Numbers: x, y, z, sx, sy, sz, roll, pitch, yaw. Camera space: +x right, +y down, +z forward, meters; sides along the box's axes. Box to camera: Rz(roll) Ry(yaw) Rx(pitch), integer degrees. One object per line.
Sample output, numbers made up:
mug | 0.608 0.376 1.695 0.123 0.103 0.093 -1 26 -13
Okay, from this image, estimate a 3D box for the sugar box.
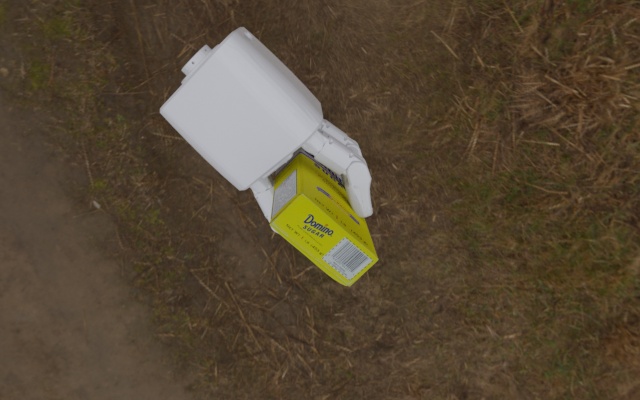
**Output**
sugar box | 0.000 0.001 0.472 0.093 0.048 0.176 42 17 -18
